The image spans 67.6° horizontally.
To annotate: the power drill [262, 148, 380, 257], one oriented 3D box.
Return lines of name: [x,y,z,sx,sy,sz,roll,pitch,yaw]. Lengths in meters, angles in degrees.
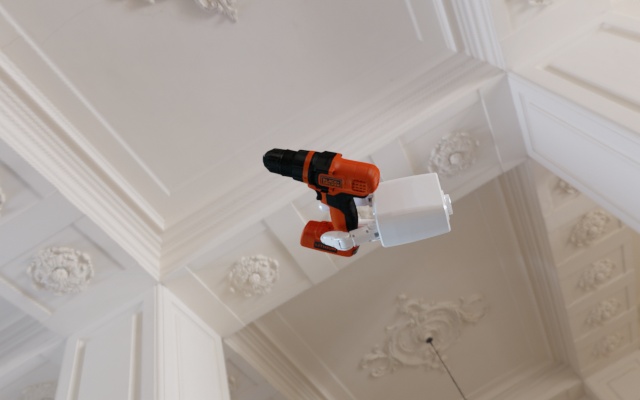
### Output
power drill: [0.000,0.003,0.770,0.184,0.188,0.057,13,46,15]
